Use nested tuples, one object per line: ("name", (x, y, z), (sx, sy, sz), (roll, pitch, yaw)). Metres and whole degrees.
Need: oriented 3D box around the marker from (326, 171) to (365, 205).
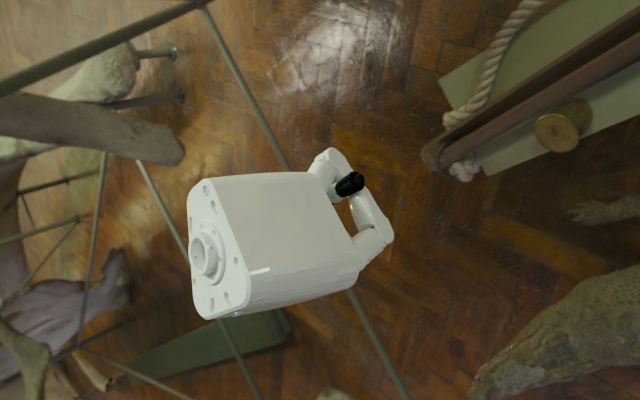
("marker", (0.000, 0.002, 0.465), (0.020, 0.020, 0.121), (0, -20, -39))
